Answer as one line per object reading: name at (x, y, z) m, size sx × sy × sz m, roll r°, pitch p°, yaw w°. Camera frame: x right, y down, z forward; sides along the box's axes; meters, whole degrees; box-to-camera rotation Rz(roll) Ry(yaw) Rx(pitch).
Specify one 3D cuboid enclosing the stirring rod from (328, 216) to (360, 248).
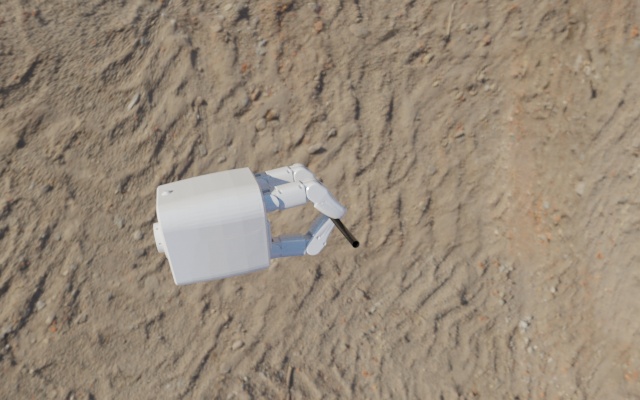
stirring rod at (0.000, 0.002, 0.583) m, size 0.011 × 0.011 × 0.239 m, roll 0°, pitch 20°, yaw -18°
